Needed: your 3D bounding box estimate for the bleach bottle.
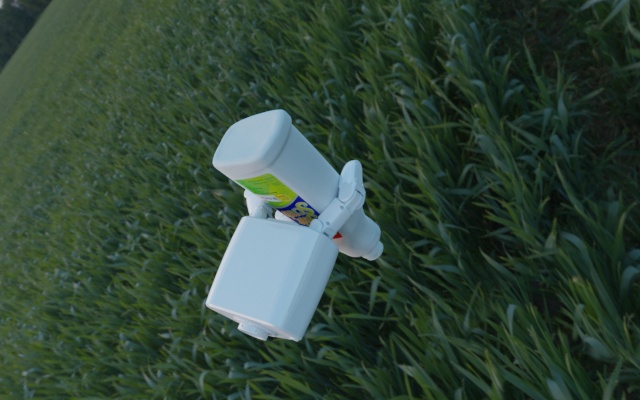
[{"bbox_3d":[0.000,0.002,0.555,0.102,0.068,0.251,-4,-34,45],"label":"bleach bottle"}]
